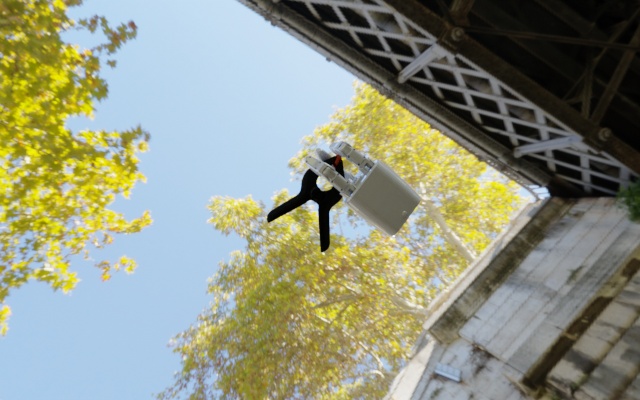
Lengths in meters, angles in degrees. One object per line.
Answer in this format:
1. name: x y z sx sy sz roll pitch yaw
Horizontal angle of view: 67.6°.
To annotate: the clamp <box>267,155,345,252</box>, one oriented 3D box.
1. clamp: 0.000 0.003 0.846 0.120 0.171 0.039 39 -6 -6
